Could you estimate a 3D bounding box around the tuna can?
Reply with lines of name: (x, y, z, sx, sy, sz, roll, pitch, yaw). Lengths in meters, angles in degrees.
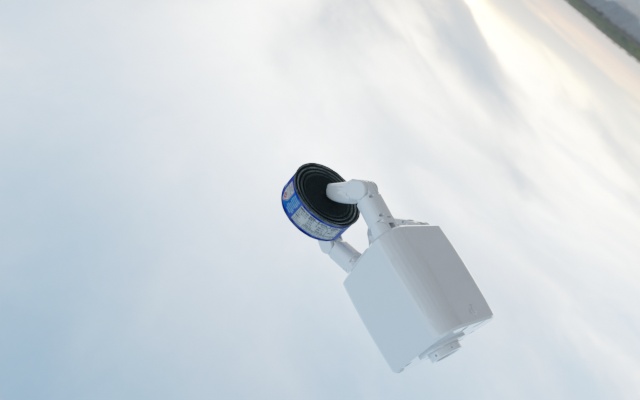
tuna can: (0.000, 0.002, 0.525, 0.086, 0.086, 0.034, 0, -36, -42)
